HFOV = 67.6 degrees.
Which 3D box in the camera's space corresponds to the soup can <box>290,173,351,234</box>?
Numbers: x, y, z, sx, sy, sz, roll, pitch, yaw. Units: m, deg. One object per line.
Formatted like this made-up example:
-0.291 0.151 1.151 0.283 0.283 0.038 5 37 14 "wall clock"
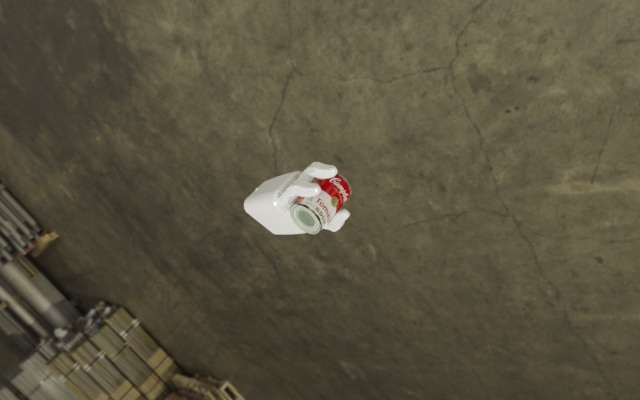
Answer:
0.000 0.003 0.849 0.068 0.068 0.102 0 37 42 "soup can"
